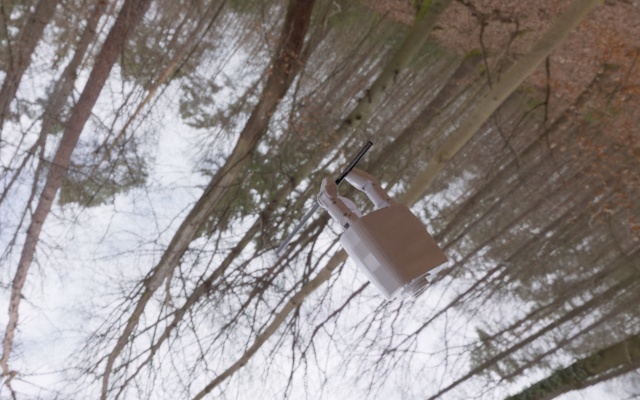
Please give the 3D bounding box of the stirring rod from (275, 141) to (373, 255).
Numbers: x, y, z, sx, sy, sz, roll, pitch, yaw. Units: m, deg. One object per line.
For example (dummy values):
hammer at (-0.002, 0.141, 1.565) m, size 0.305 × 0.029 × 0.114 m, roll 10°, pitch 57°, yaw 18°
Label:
stirring rod at (0.000, 0.002, 0.713) m, size 0.011 × 0.011 × 0.240 m, roll 0°, pitch -43°, yaw -52°
